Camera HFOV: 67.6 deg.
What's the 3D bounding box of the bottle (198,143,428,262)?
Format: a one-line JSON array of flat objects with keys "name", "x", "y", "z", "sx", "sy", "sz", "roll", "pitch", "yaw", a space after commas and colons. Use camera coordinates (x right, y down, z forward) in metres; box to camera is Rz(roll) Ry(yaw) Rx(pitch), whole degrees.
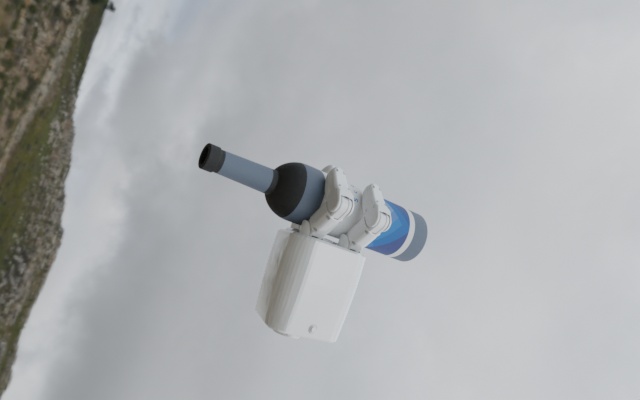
[{"name": "bottle", "x": 0.000, "y": 0.002, "z": 0.553, "sx": 0.296, "sy": 0.069, "sz": 0.069, "roll": 22, "pitch": -12, "yaw": -32}]
